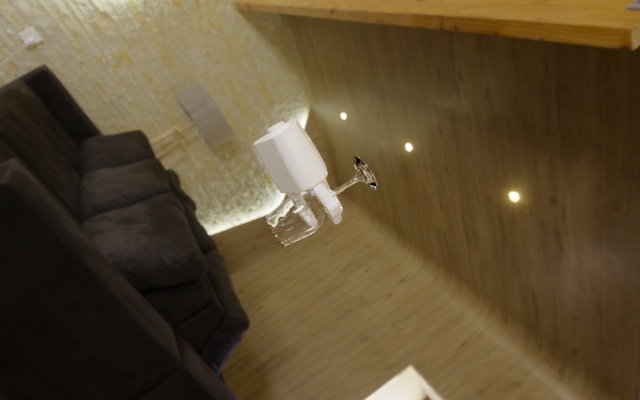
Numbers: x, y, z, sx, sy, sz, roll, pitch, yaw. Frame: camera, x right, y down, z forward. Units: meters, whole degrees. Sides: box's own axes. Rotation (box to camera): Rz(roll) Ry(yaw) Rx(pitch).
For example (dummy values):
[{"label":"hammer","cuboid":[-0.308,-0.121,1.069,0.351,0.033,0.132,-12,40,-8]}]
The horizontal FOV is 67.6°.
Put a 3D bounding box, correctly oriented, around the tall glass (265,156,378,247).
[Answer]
[{"label":"tall glass","cuboid":[0.001,0.003,0.857,0.201,0.079,0.079,-34,7,-10]}]
